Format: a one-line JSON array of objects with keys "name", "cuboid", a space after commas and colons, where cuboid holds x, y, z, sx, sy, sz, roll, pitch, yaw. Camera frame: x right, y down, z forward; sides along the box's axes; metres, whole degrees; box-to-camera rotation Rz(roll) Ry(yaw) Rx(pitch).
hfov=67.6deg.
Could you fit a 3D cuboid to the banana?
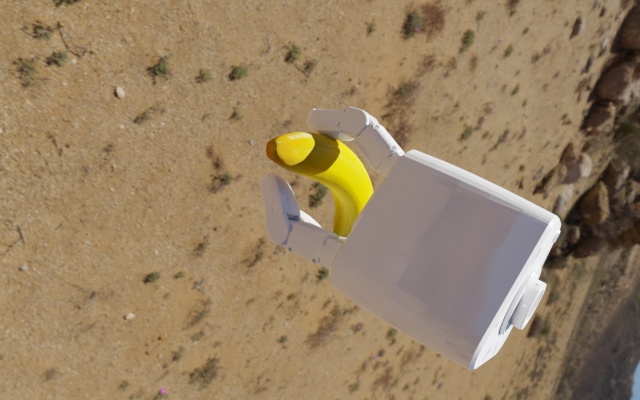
[{"name": "banana", "cuboid": [0.013, -0.011, 0.424, 0.037, 0.069, 0.198, 33, -15, 30]}]
